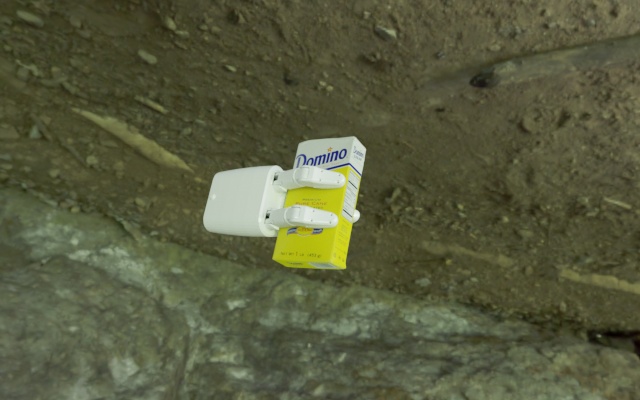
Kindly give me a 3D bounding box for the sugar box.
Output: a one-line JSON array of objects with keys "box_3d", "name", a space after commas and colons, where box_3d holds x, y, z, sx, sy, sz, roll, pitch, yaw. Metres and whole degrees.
[{"box_3d": [0.000, 0.002, 0.643, 0.093, 0.176, 0.048, -2, -21, 31], "name": "sugar box"}]
